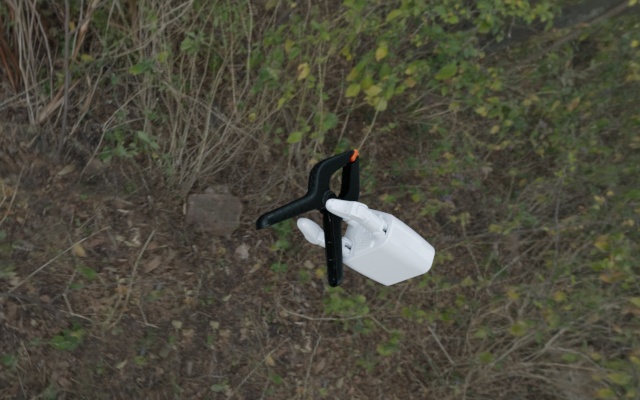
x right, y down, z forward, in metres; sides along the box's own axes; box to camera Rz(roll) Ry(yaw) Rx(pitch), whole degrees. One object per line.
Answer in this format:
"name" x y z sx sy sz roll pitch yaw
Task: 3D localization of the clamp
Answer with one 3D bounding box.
"clamp" 0.001 0.002 0.714 0.165 0.210 0.036 34 -26 -29
